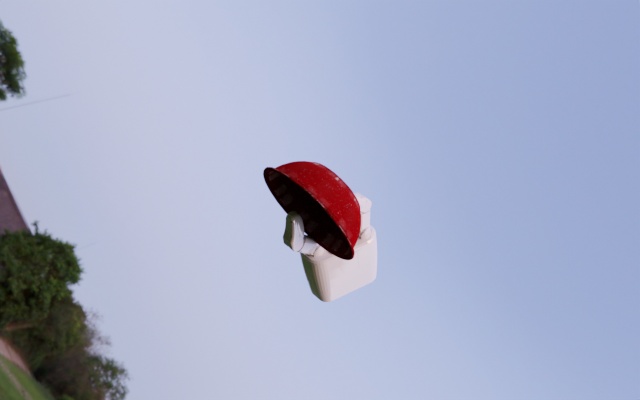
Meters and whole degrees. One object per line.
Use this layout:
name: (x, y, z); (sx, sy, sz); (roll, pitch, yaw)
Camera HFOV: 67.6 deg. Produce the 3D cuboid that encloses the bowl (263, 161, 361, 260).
bowl: (0.000, 0.001, 0.621); (0.055, 0.162, 0.162); (-45, 15, -16)
